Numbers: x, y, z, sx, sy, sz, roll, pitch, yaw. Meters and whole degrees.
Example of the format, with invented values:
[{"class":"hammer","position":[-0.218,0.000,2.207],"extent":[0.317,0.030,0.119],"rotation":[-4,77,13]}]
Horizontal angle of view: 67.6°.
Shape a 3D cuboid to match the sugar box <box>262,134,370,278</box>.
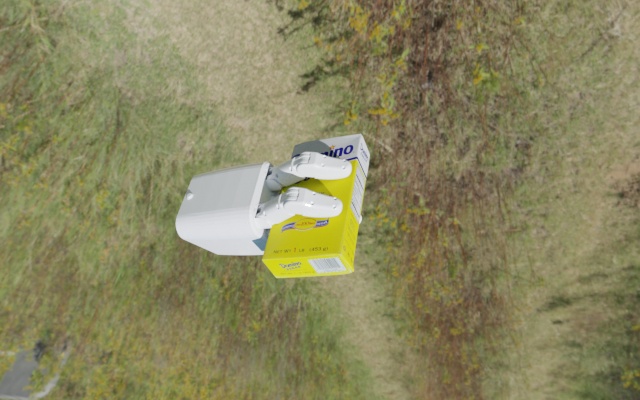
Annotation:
[{"class":"sugar box","position":[0.000,0.002,0.550],"extent":[0.093,0.176,0.048],"rotation":[-7,-39,21]}]
